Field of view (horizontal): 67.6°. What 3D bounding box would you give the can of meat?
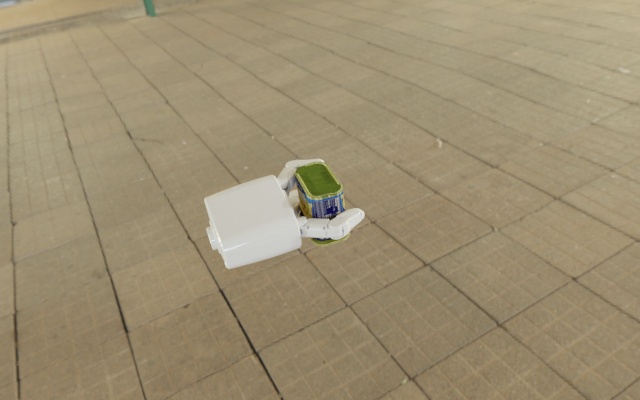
[{"bbox_3d":[0.000,0.002,0.699,0.057,0.084,0.102,-16,35,-12],"label":"can of meat"}]
